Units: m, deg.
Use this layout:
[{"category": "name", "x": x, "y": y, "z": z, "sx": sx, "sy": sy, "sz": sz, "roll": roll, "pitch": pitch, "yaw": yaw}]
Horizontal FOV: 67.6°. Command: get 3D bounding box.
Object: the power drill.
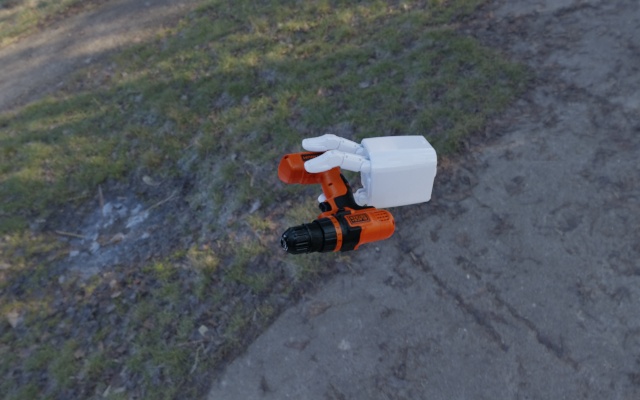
[{"category": "power drill", "x": 0.000, "y": 0.002, "z": 0.748, "sx": 0.184, "sy": 0.057, "sz": 0.187, "roll": -7, "pitch": 48, "yaw": -28}]
